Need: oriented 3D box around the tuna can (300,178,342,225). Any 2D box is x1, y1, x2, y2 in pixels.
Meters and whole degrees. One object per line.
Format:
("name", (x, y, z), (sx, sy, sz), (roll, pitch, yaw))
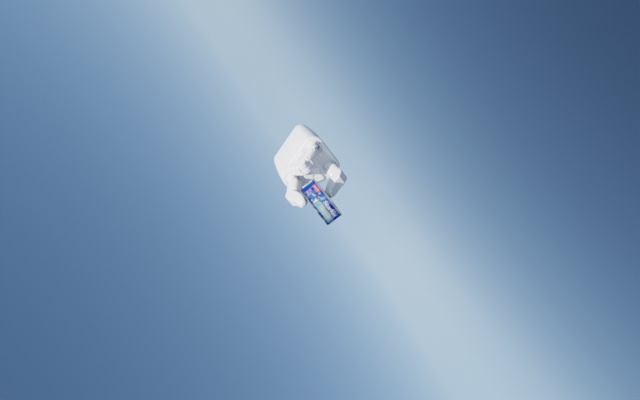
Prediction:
("tuna can", (0.000, 0.003, 0.872), (0.034, 0.086, 0.086), (-38, 1, -1))
